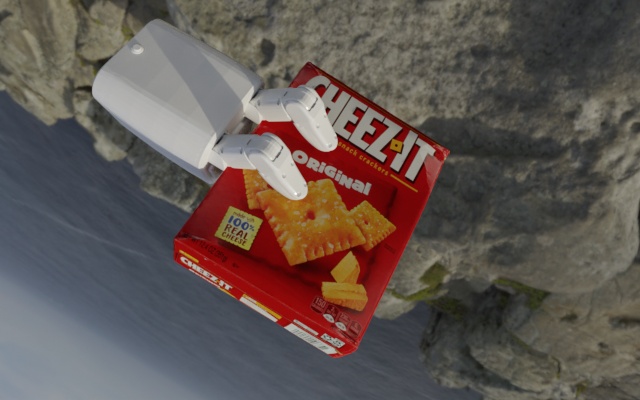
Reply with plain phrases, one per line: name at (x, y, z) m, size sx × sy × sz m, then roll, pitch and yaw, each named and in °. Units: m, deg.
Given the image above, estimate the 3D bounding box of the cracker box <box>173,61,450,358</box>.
cracker box at (0.000, 0.002, 0.425) m, size 0.164 × 0.213 × 0.072 m, roll 32°, pitch -27°, yaw -2°
